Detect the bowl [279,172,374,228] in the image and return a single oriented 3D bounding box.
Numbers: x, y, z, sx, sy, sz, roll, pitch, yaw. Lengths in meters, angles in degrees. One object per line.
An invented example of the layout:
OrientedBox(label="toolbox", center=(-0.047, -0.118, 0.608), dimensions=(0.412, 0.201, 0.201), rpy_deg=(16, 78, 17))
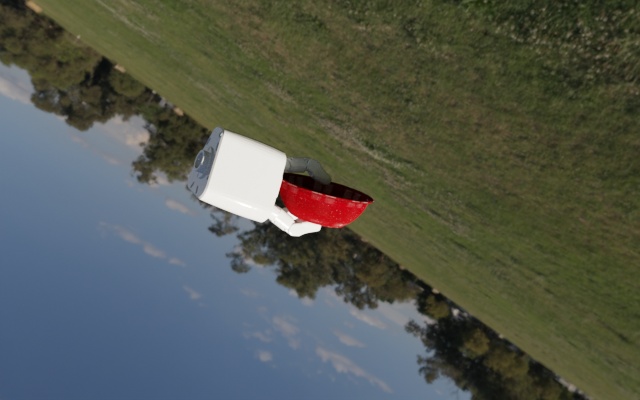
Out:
OrientedBox(label="bowl", center=(0.001, 0.003, 0.761), dimensions=(0.162, 0.055, 0.162), rpy_deg=(14, 10, -3))
